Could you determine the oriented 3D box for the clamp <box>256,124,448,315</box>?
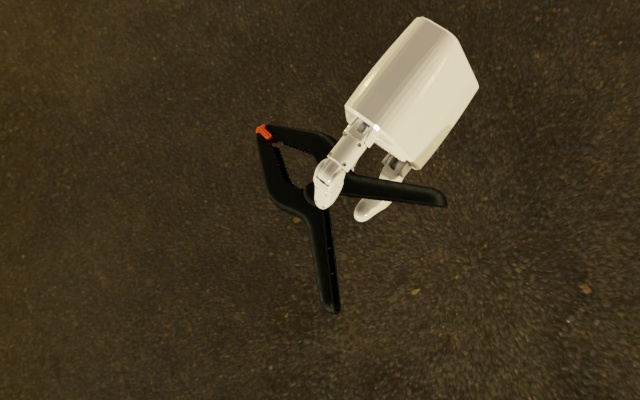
[{"bbox_3d":[0.000,0.001,0.499,0.210,0.164,0.036,39,5,18],"label":"clamp"}]
